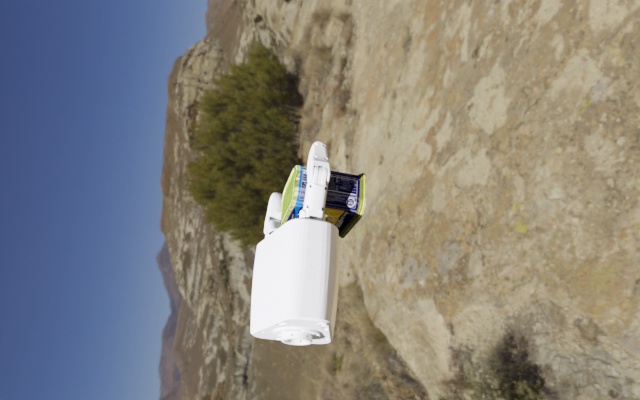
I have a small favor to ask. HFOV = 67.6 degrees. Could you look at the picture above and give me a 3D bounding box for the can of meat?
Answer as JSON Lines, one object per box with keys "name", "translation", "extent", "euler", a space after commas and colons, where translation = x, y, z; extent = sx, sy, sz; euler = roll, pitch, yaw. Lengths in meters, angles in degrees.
{"name": "can of meat", "translation": [0.000, 0.002, 0.578], "extent": [0.084, 0.057, 0.102], "euler": [9, -25, -11]}
